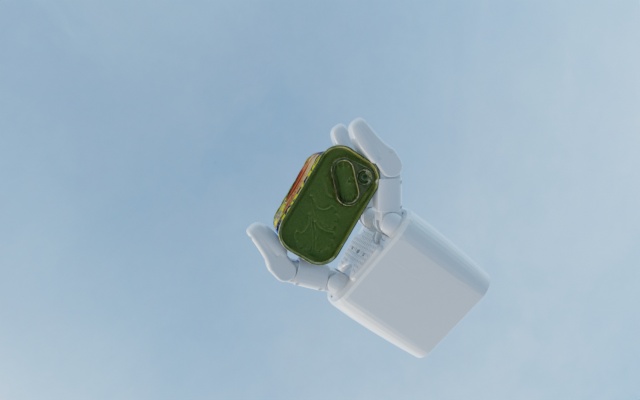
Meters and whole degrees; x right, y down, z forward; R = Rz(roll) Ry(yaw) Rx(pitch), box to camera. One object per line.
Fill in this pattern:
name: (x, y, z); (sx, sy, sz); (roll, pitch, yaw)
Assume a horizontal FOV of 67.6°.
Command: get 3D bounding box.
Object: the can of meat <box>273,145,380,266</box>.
can of meat: (0.000, 0.001, 0.443); (0.057, 0.102, 0.084); (31, -3, -12)
